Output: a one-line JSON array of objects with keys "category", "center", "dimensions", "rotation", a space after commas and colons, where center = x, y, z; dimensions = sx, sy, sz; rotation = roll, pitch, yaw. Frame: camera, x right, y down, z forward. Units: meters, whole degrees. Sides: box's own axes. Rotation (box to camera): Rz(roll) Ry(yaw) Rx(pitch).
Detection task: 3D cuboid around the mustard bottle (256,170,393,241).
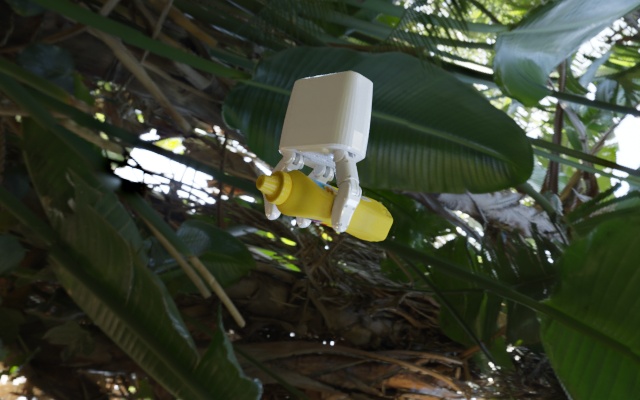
[{"category": "mustard bottle", "center": [0.000, 0.002, 0.626], "dimensions": [0.192, 0.058, 0.096], "rotation": [20, 7, -37]}]
